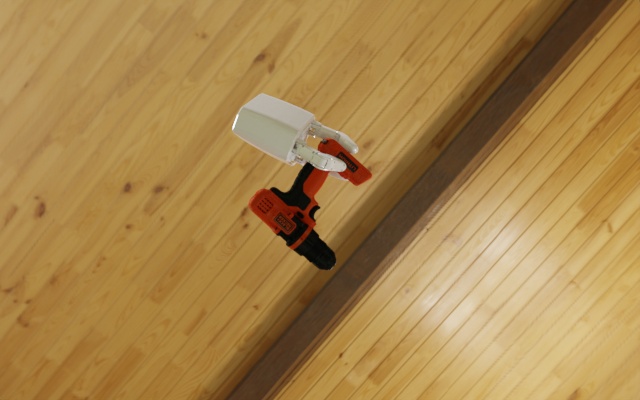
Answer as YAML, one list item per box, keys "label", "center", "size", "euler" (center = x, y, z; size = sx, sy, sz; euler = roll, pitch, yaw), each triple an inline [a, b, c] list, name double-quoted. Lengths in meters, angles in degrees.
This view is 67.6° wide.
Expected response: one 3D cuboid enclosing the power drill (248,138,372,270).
- label: "power drill"
  center: [0.000, 0.002, 0.816]
  size: [0.184, 0.187, 0.057]
  euler: [42, -5, -11]
